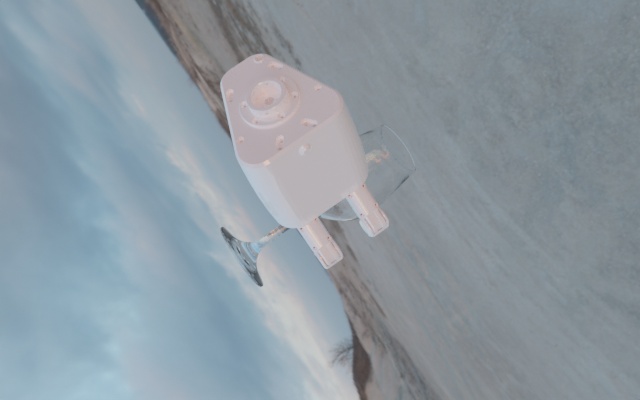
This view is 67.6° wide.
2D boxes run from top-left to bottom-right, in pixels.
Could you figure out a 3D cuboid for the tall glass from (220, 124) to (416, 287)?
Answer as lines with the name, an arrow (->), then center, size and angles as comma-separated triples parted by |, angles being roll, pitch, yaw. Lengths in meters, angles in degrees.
tall glass -> 0.000, 0.002, 0.497 | 0.201, 0.079, 0.079 | -35, 3, -4
